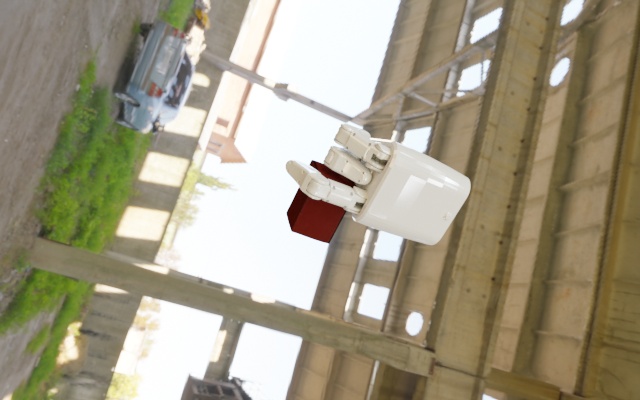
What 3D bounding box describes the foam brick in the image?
[{"bbox_3d":[0.000,0.002,0.563,0.051,0.078,0.053,20,21,-19],"label":"foam brick"}]
